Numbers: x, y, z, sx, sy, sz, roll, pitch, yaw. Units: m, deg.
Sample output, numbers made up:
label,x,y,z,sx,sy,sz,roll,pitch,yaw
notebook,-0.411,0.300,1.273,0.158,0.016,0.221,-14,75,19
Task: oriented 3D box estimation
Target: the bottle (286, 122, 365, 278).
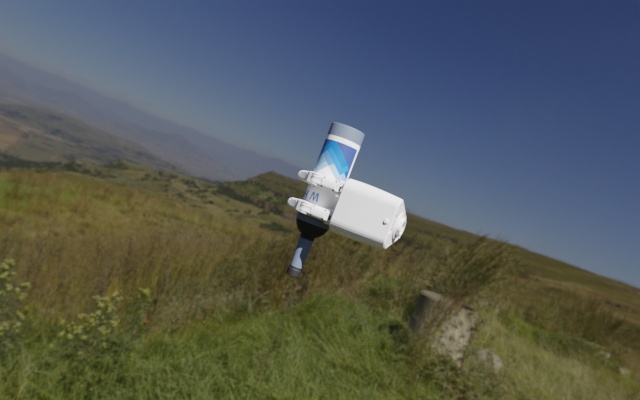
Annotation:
label,x,y,z,sx,sy,sz,roll,pitch,yaw
bottle,0.000,0.003,0.899,0.069,0.295,0.069,21,0,0
